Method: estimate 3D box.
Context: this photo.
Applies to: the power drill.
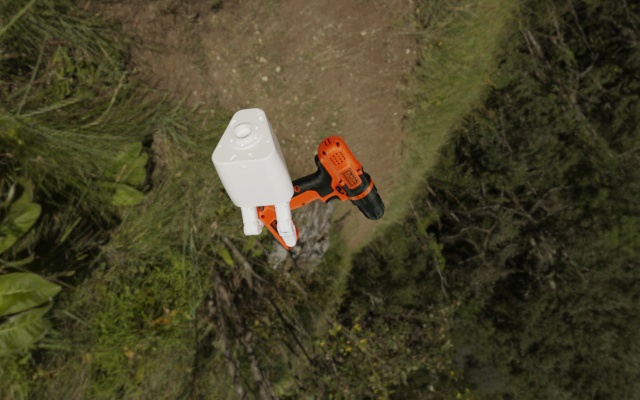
[{"bbox_3d":[0.000,0.003,0.806,0.187,0.184,0.057,-33,33,7],"label":"power drill"}]
